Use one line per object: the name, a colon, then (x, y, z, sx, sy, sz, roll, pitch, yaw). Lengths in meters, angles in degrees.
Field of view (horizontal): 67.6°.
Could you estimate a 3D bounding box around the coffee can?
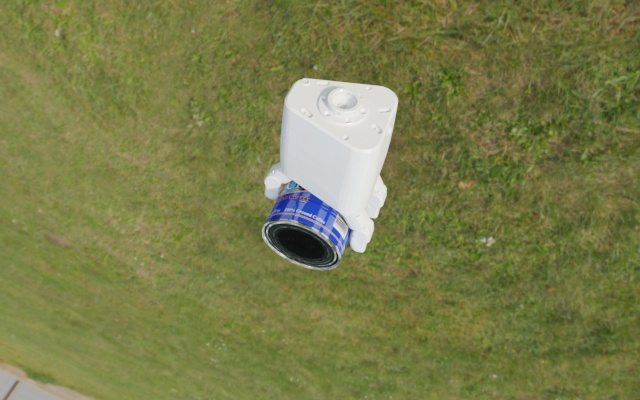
coffee can: (0.000, 0.002, 0.609, 0.103, 0.140, 0.103, 17, -33, 12)
